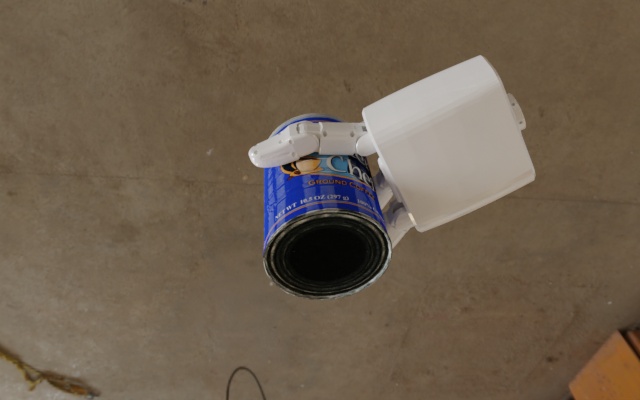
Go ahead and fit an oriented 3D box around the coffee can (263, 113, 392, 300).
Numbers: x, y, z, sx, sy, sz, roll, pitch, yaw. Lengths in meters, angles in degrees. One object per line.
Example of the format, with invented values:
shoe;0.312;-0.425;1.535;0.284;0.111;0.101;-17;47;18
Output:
coffee can;0.000;0.001;0.428;0.103;0.103;0.140;0;40;-7
